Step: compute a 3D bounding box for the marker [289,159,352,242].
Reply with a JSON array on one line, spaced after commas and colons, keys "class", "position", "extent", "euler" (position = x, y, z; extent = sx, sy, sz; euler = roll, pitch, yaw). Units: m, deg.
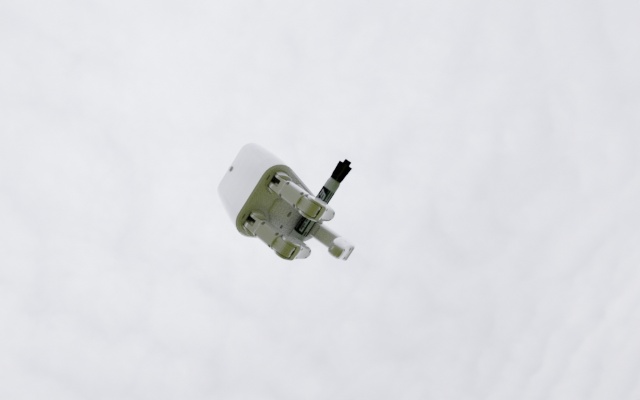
[{"class": "marker", "position": [0.000, 0.002, 0.577], "extent": [0.020, 0.121, 0.020], "euler": [33, 6, -4]}]
